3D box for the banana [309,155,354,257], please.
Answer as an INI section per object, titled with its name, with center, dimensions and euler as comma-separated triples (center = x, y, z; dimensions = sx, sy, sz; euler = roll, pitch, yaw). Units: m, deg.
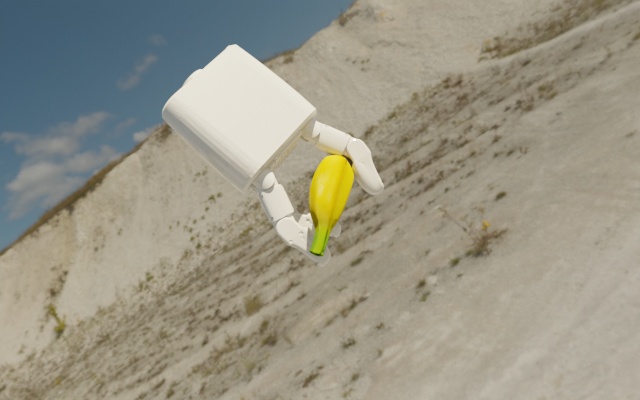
[banana]
center = 0.008, -0.013, 0.478
dimensions = 0.037, 0.070, 0.197
euler = 26, 16, -2
